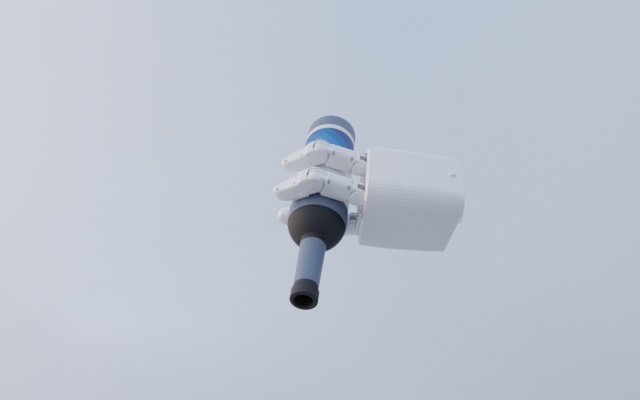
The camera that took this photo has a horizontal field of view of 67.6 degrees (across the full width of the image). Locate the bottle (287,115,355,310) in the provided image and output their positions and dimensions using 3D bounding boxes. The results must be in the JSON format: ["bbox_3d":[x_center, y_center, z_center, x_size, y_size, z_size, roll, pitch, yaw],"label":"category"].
[{"bbox_3d":[0.000,0.002,0.560,0.069,0.069,0.295,0,39,8],"label":"bottle"}]
